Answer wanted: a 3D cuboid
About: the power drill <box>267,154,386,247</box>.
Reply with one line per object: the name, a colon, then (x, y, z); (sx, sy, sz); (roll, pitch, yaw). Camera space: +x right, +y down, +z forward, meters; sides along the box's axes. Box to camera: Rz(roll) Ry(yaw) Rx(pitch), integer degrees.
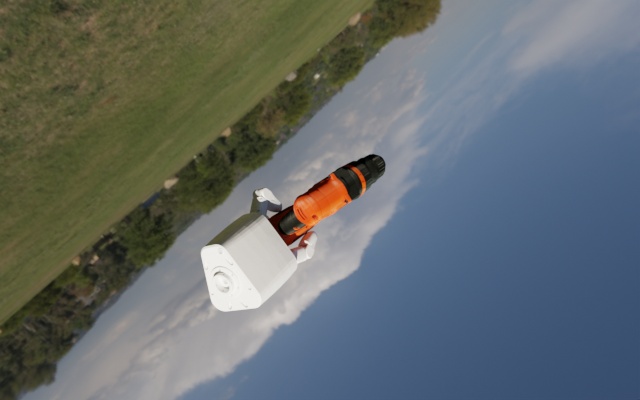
power drill: (0.000, 0.003, 0.748); (0.184, 0.057, 0.188); (-31, -5, -38)
